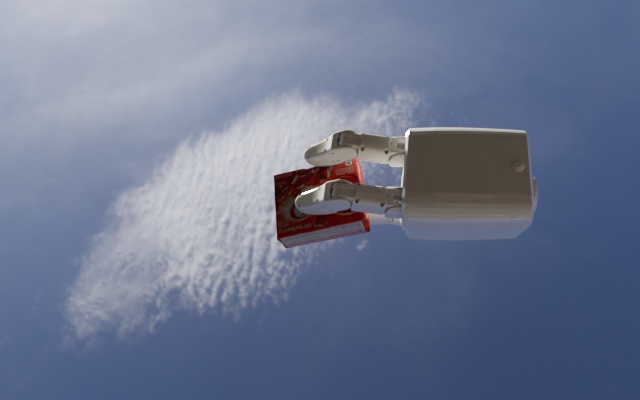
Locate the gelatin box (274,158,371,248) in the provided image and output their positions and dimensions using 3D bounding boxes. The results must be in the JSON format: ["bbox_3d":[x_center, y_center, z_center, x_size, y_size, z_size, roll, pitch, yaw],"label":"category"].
[{"bbox_3d":[0.000,0.002,0.471,0.089,0.073,0.030,-13,-31,11],"label":"gelatin box"}]
